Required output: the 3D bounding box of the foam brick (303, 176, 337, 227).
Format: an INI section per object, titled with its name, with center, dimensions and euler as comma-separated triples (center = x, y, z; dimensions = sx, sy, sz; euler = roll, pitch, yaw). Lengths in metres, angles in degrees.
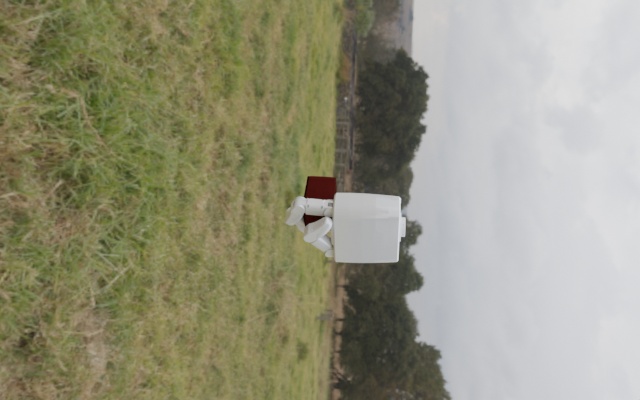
[foam brick]
center = 0.000, 0.002, 0.826
dimensions = 0.051, 0.078, 0.053
euler = 1, -44, 8
